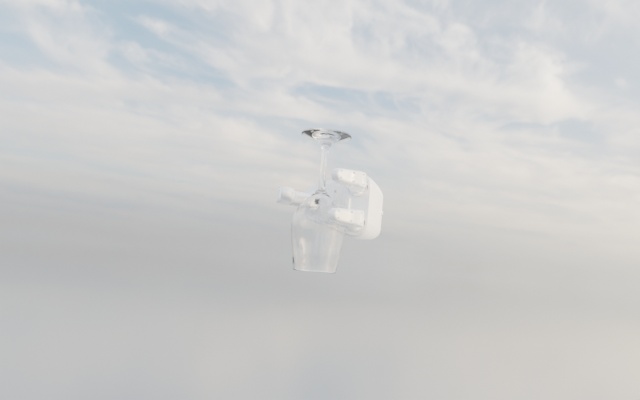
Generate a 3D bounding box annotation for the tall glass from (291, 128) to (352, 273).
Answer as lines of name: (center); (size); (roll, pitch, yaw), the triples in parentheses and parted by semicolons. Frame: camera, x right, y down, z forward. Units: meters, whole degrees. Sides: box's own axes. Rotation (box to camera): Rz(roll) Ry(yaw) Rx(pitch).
tall glass: (0.000, 0.002, 0.691); (0.079, 0.201, 0.079); (5, -7, 1)
